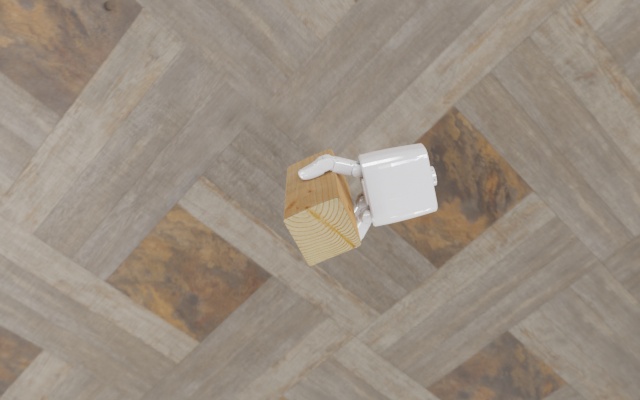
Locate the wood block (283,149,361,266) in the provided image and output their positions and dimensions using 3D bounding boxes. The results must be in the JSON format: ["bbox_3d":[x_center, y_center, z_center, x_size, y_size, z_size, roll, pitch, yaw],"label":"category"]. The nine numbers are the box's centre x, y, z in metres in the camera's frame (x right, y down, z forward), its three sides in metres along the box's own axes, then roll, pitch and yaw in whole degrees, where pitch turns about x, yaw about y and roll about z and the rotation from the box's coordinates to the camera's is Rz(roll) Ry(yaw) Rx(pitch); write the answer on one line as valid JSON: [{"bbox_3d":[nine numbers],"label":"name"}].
[{"bbox_3d":[0.000,0.002,0.787,0.090,0.091,0.206,-23,24,8],"label":"wood block"}]
